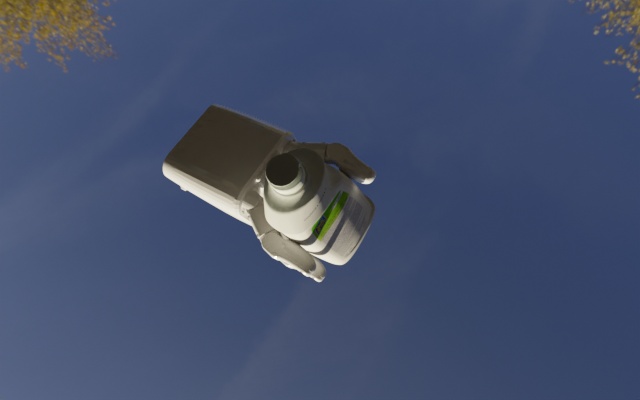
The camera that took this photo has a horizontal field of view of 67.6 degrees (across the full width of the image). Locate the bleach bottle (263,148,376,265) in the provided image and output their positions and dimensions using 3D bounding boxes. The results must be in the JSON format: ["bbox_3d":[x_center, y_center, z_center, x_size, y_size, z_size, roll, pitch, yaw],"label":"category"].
[{"bbox_3d":[0.000,0.002,0.501,0.068,0.102,0.251,25,-9,18],"label":"bleach bottle"}]
